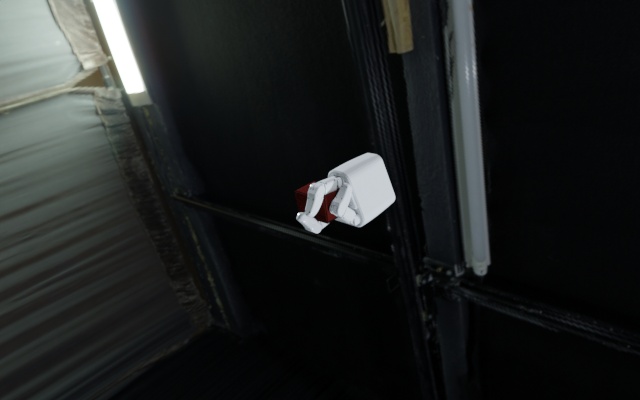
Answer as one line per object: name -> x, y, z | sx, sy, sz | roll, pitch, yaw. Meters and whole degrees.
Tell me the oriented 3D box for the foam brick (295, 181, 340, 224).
foam brick -> 0.000, 0.003, 0.891 | 0.078, 0.053, 0.051 | 16, 36, 42
